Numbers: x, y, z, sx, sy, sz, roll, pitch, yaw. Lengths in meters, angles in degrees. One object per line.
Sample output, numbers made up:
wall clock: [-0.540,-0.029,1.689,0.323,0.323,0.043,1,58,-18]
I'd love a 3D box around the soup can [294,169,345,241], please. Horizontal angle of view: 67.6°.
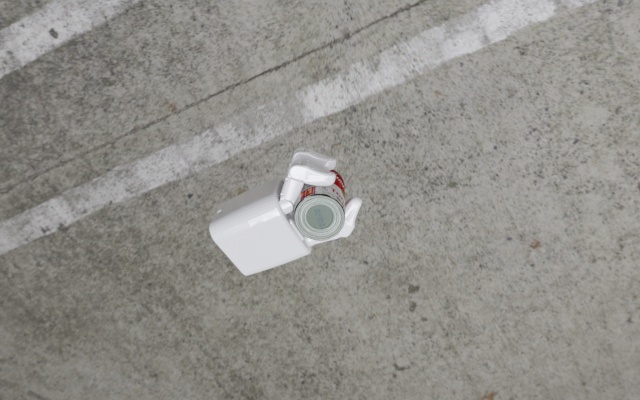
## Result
soup can: [0.001,0.002,0.651,0.068,0.068,0.102,0,24,2]
